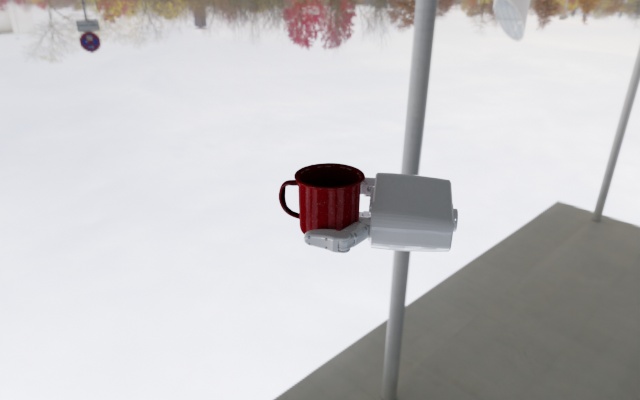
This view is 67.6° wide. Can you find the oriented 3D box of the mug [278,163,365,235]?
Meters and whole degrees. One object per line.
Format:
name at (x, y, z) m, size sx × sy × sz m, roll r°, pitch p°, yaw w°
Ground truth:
mug at (-0.001, 0.002, 0.643) m, size 0.117 × 0.081 × 0.093 m, roll 4°, pitch 25°, yaw 10°
